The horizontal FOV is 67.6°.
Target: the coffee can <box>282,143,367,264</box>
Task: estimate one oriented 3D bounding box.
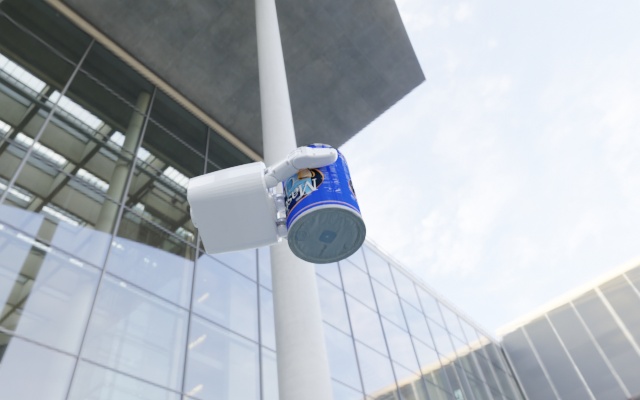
[{"bbox_3d":[0.000,0.002,0.662,0.103,0.103,0.140,0,41,-10],"label":"coffee can"}]
